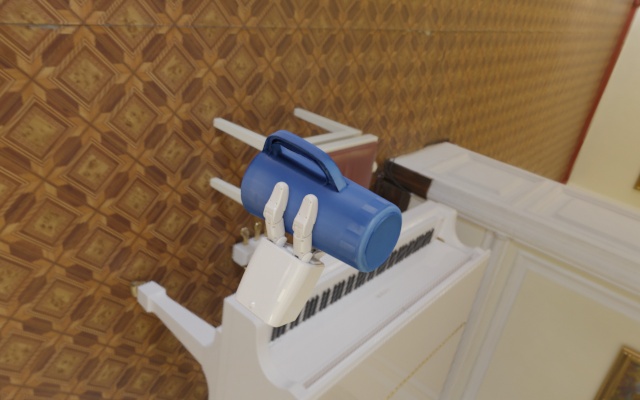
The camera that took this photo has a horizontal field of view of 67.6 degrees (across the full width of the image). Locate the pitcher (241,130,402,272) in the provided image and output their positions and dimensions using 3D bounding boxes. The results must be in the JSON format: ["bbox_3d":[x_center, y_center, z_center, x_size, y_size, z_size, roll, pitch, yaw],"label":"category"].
[{"bbox_3d":[0.000,0.003,0.737,0.242,0.145,0.149,28,1,33],"label":"pitcher"}]
